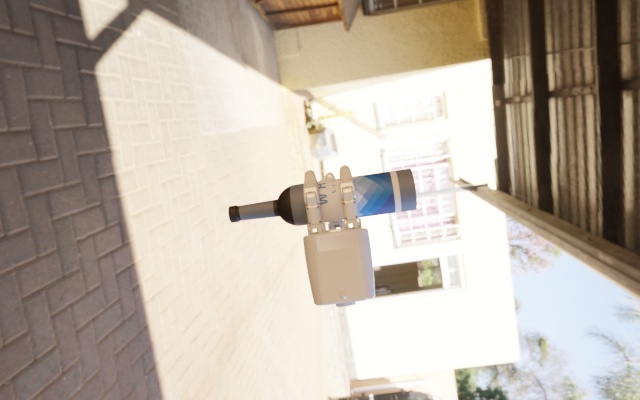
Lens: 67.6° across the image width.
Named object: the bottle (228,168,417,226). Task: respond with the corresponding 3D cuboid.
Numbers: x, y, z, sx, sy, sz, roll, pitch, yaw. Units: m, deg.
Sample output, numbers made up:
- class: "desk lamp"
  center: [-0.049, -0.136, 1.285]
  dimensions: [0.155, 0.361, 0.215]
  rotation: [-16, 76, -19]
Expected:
- class: "bottle"
  center: [0.000, 0.002, 0.760]
  dimensions: [0.296, 0.069, 0.069]
  rotation: [-8, -1, 4]
